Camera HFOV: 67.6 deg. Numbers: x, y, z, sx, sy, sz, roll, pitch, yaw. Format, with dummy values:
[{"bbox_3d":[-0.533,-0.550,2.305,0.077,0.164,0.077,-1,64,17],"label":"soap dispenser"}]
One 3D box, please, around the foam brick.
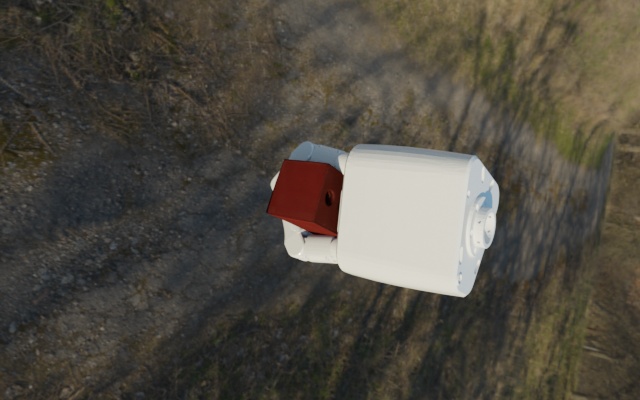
[{"bbox_3d":[0.000,0.001,0.432,0.051,0.053,0.078,9,-12,36],"label":"foam brick"}]
